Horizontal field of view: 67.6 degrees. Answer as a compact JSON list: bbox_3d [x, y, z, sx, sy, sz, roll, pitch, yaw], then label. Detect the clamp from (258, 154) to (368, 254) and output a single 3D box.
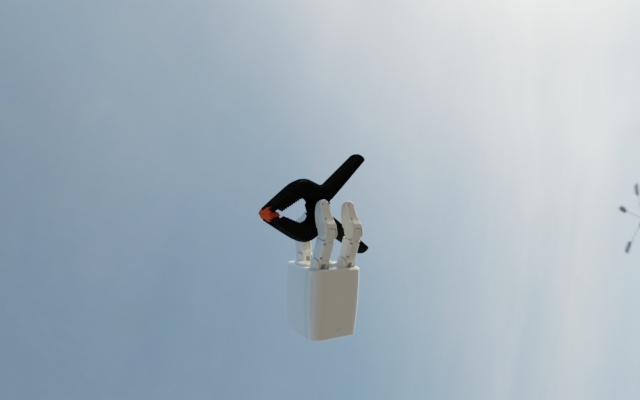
[{"bbox_3d":[-0.001,0.003,0.738,0.210,0.164,0.036,3,-2,-41],"label":"clamp"}]
